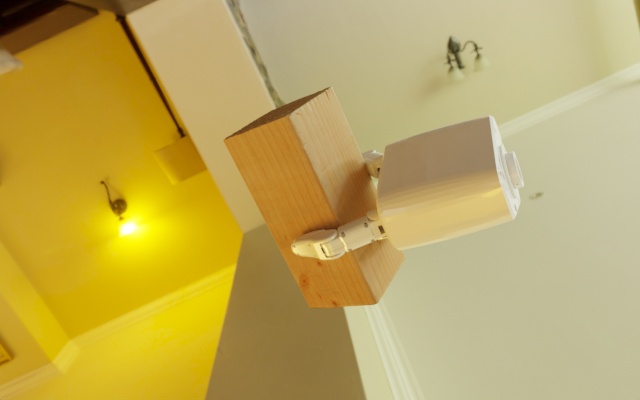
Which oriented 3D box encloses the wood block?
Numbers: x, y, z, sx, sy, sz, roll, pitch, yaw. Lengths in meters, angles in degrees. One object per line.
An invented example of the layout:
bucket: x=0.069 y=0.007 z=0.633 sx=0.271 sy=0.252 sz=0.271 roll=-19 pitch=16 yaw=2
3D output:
wood block: x=0.000 y=0.002 z=0.501 sx=0.090 sy=0.206 sz=0.090 roll=-12 pitch=21 yaw=37
